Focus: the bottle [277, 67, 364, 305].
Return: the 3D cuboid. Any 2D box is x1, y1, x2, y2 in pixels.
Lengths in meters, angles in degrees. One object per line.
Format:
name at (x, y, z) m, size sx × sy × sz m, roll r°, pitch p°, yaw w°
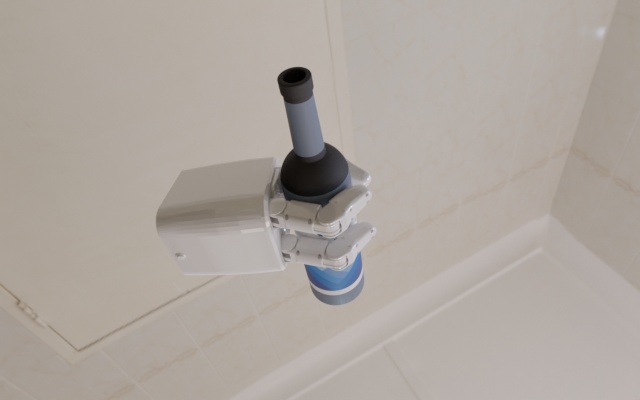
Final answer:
bottle at (0.000, 0.002, 0.478) m, size 0.069 × 0.069 × 0.296 m, roll 0°, pitch -42°, yaw 11°
